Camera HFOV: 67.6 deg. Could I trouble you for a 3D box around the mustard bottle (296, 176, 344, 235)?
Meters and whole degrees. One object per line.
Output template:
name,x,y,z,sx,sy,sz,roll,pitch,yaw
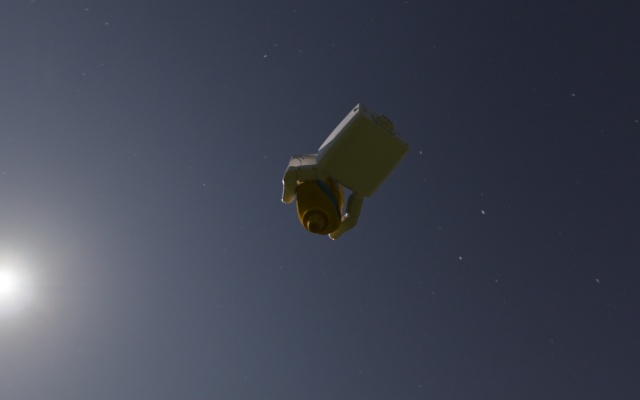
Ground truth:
mustard bottle,0.000,0.003,0.780,0.058,0.096,0.191,-25,18,14
